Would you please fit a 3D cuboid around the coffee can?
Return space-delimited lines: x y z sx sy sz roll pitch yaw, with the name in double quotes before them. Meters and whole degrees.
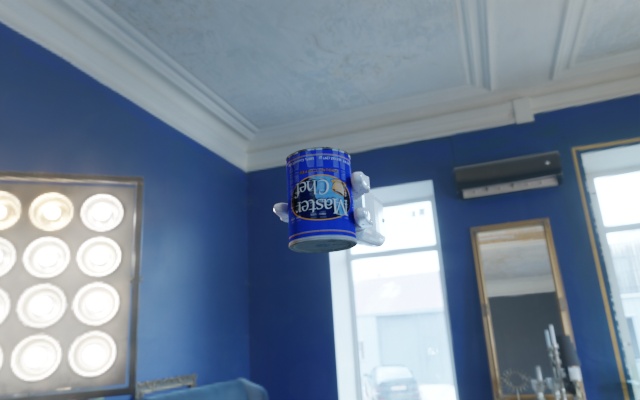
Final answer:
"coffee can" 0.000 0.003 0.731 0.103 0.140 0.103 -3 -16 -1
